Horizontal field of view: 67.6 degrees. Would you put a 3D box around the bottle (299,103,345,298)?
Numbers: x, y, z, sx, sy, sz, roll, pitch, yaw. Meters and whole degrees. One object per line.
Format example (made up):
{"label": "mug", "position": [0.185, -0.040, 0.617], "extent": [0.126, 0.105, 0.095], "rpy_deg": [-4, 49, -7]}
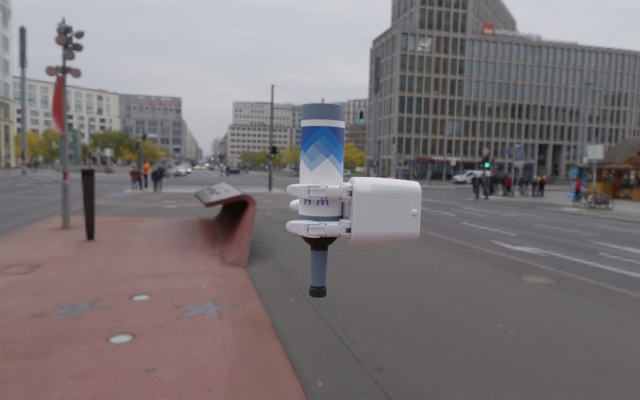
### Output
{"label": "bottle", "position": [0.000, 0.002, 0.738], "extent": [0.069, 0.296, 0.069], "rpy_deg": [2, 4, 0]}
